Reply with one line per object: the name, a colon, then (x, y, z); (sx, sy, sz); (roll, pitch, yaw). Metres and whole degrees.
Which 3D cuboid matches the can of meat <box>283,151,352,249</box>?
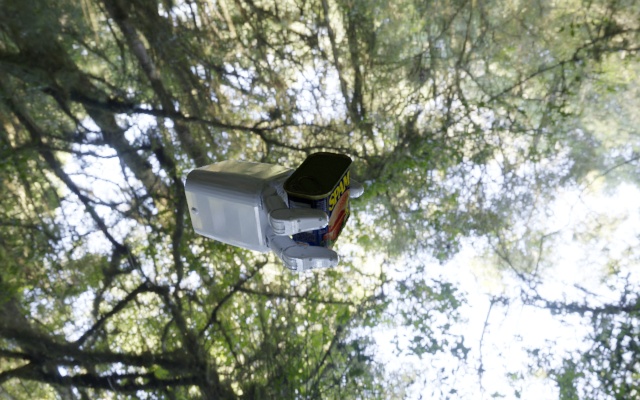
can of meat: (0.000, 0.002, 0.572); (0.057, 0.084, 0.102); (10, 35, 20)
